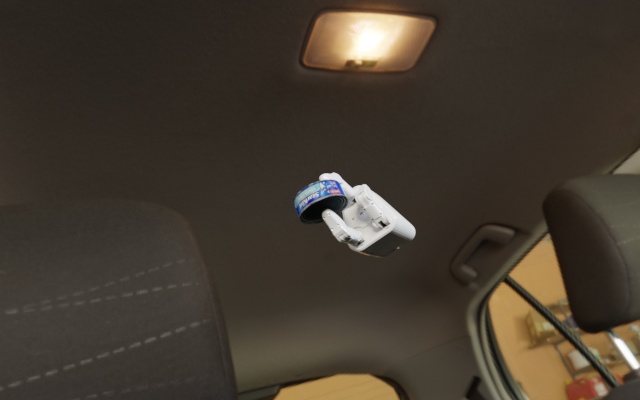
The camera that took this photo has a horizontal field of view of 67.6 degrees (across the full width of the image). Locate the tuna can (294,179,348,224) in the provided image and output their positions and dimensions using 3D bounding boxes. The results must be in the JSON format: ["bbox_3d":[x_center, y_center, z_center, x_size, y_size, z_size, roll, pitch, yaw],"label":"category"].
[{"bbox_3d":[0.000,0.002,0.780,0.086,0.033,0.086,-19,-26,-10],"label":"tuna can"}]
